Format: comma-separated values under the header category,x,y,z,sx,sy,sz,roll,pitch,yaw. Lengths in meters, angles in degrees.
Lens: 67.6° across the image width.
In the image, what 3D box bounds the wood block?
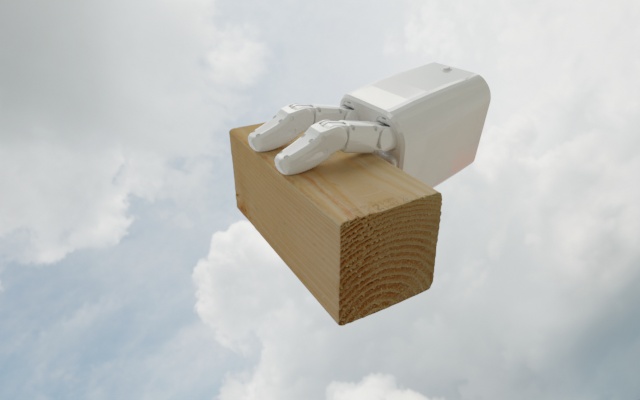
category,x,y,z,sx,sy,sz,roll,pitch,yaw
wood block,0.000,0.001,0.422,0.090,0.091,0.206,-16,32,-25
